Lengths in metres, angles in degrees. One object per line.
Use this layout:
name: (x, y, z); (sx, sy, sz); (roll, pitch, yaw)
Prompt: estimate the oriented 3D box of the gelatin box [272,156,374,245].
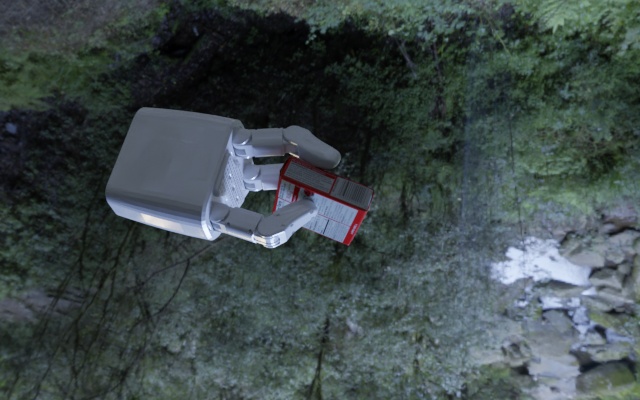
gelatin box: (0.000, 0.002, 0.468); (0.089, 0.030, 0.073); (22, -33, 2)
